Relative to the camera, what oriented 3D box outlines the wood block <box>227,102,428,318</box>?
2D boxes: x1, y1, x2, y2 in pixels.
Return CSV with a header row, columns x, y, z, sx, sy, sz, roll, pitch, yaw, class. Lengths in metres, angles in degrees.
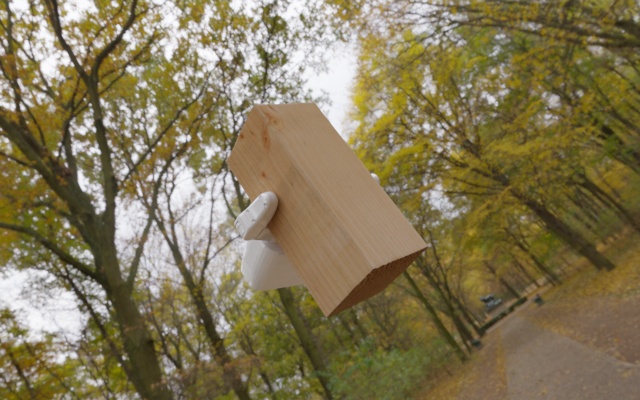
x,y,z,sx,sy,sz,roll,pitch,yaw,class
0.000,0.002,0.497,0.091,0.206,0.090,-14,-30,-43,wood block
